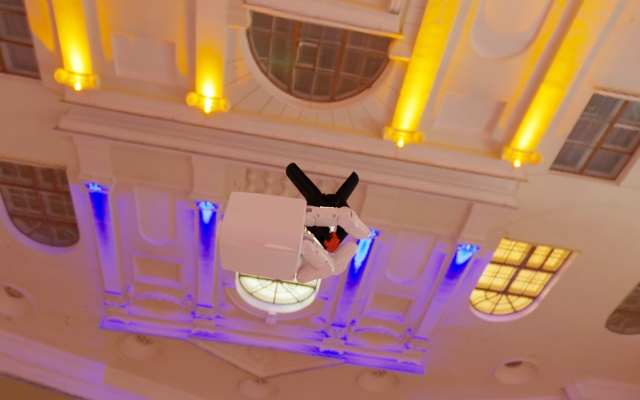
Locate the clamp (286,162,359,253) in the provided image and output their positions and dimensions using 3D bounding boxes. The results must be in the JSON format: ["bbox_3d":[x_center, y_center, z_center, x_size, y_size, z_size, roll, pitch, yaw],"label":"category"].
[{"bbox_3d":[0.000,0.003,0.723,0.120,0.039,0.171,9,40,-4],"label":"clamp"}]
